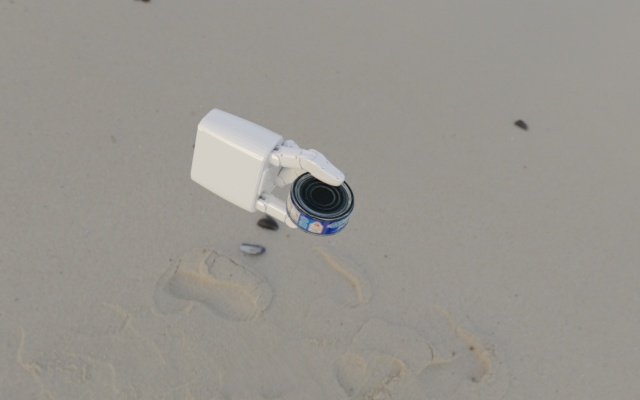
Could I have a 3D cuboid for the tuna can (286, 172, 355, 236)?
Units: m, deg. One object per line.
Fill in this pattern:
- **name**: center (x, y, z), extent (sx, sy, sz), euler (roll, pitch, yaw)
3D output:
- **tuna can**: center (0.000, 0.002, 0.616), extent (0.086, 0.086, 0.034), euler (0, -39, -17)
